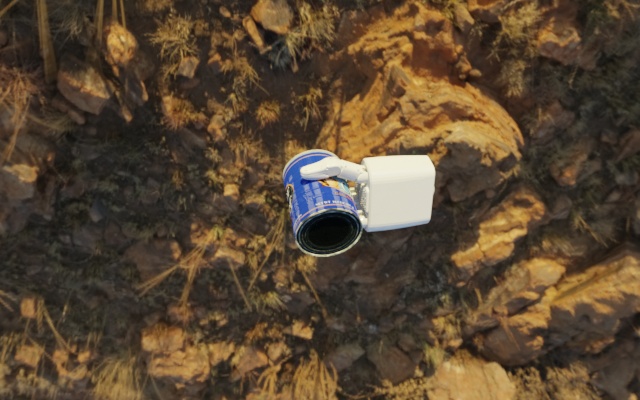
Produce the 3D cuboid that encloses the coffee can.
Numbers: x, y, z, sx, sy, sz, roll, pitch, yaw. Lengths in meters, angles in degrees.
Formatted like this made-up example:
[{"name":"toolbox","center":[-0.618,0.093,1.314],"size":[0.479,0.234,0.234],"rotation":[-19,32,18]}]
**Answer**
[{"name":"coffee can","center":[0.000,0.002,0.750],"size":[0.103,0.103,0.140],"rotation":[0,43,-14]}]
